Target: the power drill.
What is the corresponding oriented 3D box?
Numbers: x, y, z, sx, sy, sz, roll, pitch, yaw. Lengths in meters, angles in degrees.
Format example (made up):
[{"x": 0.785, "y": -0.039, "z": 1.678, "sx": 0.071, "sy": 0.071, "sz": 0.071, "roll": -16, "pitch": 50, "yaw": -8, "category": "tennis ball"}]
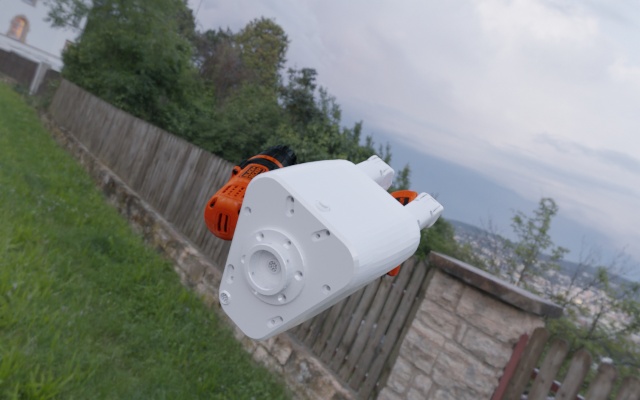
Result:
[{"x": 0.000, "y": 0.002, "z": 0.486, "sx": 0.187, "sy": 0.057, "sz": 0.184, "roll": 14, "pitch": 28, "yaw": 9, "category": "power drill"}]
